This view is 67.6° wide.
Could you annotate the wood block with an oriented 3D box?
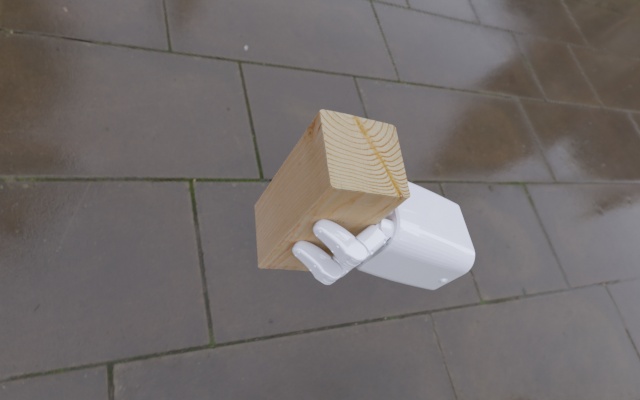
[{"bbox_3d":[0.000,0.001,0.541,0.090,0.090,0.206,7,-31,-25],"label":"wood block"}]
